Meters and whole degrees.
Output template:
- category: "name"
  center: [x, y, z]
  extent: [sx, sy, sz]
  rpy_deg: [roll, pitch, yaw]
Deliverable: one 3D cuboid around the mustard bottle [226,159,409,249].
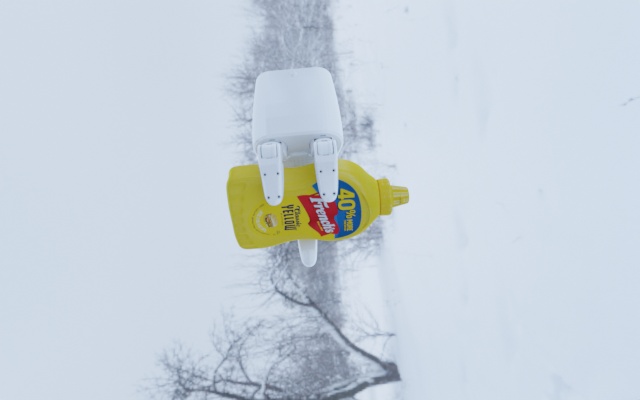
- category: "mustard bottle"
  center: [0.000, 0.002, 0.521]
  extent: [0.191, 0.096, 0.058]
  rpy_deg: [-5, 34, -1]
